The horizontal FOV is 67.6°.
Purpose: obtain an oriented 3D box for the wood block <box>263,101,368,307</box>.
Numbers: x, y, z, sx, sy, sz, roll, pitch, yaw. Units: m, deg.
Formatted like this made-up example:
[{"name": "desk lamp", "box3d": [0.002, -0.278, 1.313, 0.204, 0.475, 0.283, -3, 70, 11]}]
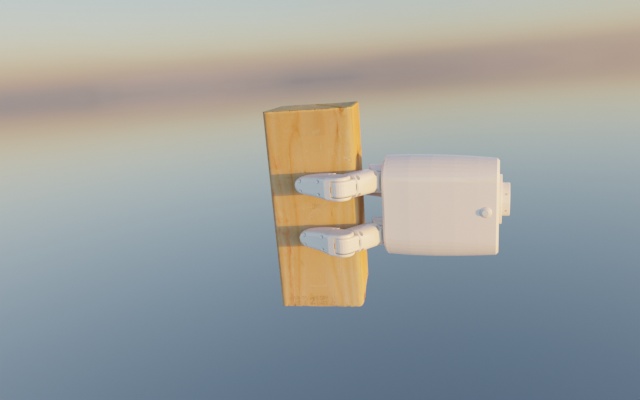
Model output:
[{"name": "wood block", "box3d": [0.001, 0.001, 0.521, 0.090, 0.206, 0.090, -2, 15, 9]}]
